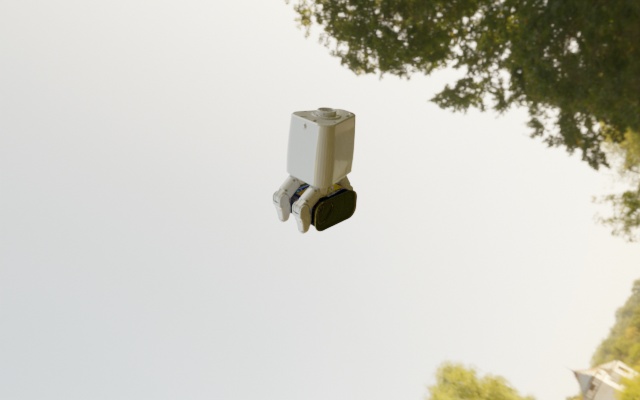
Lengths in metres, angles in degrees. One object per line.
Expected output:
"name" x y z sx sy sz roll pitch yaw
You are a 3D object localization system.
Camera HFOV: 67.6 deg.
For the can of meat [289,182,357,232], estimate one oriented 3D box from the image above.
"can of meat" 0.000 0.003 0.849 0.102 0.057 0.084 -23 38 -38
